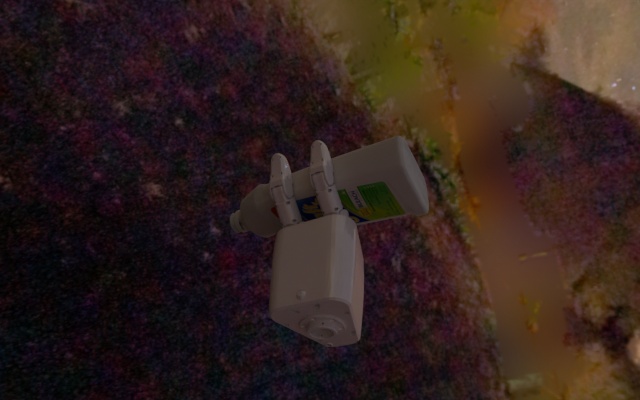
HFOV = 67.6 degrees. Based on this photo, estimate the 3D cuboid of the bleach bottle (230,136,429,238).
[{"bbox_3d":[0.000,0.002,0.604,0.251,0.068,0.103,-17,-45,23],"label":"bleach bottle"}]
